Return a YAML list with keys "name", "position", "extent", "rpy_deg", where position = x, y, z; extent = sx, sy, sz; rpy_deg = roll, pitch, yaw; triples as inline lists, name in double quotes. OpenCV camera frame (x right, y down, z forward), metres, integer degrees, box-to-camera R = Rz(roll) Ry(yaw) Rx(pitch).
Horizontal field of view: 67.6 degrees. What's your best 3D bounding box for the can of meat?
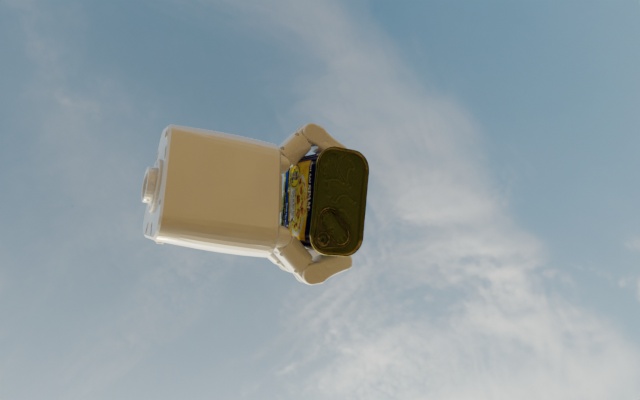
- name: "can of meat"
  position: [0.000, 0.001, 0.484]
  extent: [0.057, 0.102, 0.084]
  rpy_deg: [7, -4, -28]
